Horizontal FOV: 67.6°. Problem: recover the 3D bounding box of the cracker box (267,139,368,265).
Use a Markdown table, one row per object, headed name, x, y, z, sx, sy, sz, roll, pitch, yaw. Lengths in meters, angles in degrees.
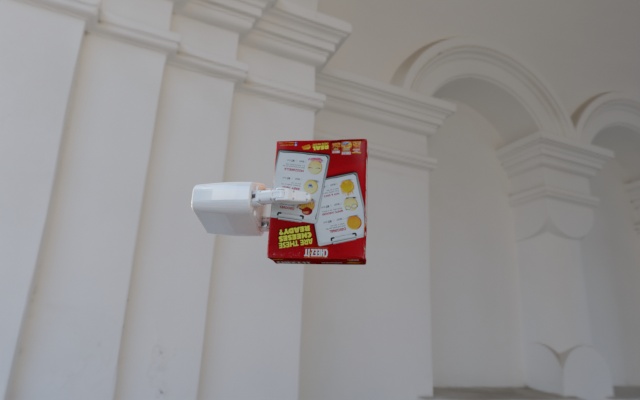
| name | x | y | z | sx | sy | sz | roll | pitch | yaw |
| --- | --- | --- | --- | --- | --- | --- | --- | --- | --- |
| cracker box | 0.000 | 0.003 | 0.836 | 0.164 | 0.213 | 0.072 | 0 | -17 | 10 |
